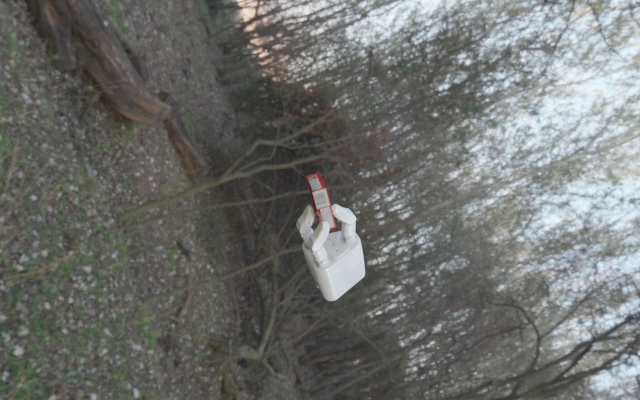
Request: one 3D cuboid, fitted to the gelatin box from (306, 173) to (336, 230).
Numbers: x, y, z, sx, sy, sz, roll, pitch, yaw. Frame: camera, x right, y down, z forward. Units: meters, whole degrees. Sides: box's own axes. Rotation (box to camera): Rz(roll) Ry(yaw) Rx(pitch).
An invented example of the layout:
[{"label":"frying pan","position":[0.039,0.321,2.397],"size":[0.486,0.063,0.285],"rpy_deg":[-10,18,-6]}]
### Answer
[{"label":"gelatin box","position":[0.001,0.003,0.899],"size":[0.030,0.089,0.073],"rpy_deg":[-16,28,-3]}]
